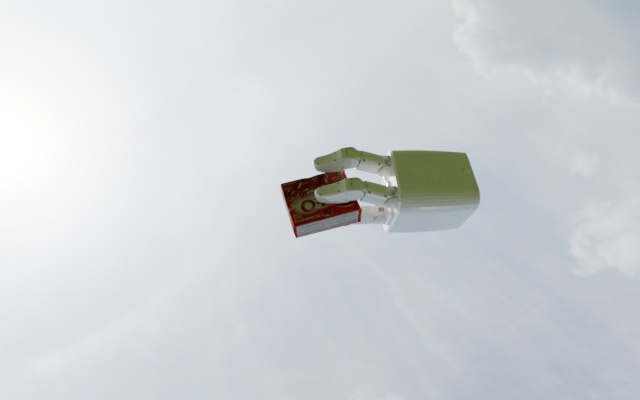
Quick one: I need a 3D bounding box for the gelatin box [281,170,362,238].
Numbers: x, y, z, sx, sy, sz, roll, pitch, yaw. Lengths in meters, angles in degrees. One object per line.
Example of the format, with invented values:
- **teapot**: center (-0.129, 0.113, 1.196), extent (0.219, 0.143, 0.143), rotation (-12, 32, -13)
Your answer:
- **gelatin box**: center (0.000, 0.002, 0.614), extent (0.089, 0.073, 0.030), rotation (-14, -37, -8)
